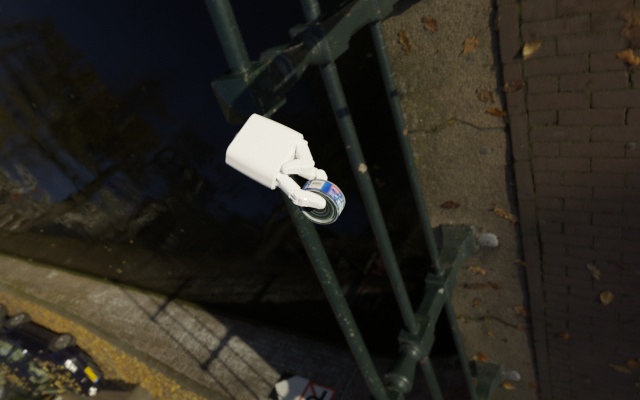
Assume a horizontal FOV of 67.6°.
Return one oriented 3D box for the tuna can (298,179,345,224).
[{"bbox_3d":[0.000,0.003,0.891,0.086,0.086,0.033,0,39,29],"label":"tuna can"}]
